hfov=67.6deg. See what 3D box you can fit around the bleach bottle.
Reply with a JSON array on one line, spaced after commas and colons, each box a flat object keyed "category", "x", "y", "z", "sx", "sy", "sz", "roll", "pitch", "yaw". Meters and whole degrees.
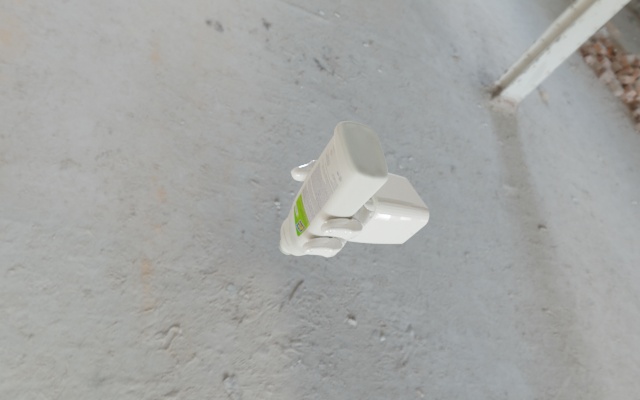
[{"category": "bleach bottle", "x": 0.000, "y": 0.002, "z": 0.707, "sx": 0.068, "sy": 0.102, "sz": 0.251, "roll": 8, "pitch": -37, "yaw": -29}]
